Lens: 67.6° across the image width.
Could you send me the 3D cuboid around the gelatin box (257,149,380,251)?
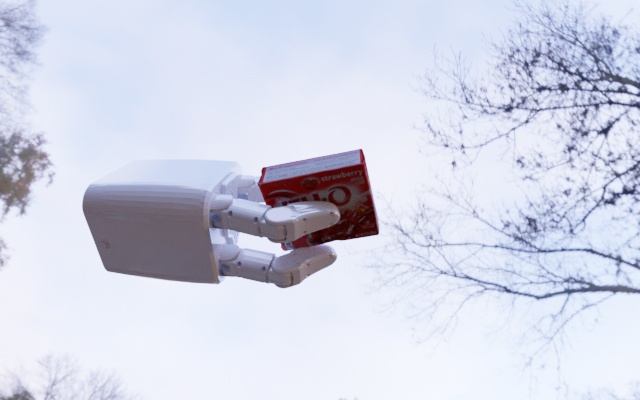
[{"bbox_3d":[0.000,0.001,0.404,0.089,0.073,0.030,-10,34,9],"label":"gelatin box"}]
